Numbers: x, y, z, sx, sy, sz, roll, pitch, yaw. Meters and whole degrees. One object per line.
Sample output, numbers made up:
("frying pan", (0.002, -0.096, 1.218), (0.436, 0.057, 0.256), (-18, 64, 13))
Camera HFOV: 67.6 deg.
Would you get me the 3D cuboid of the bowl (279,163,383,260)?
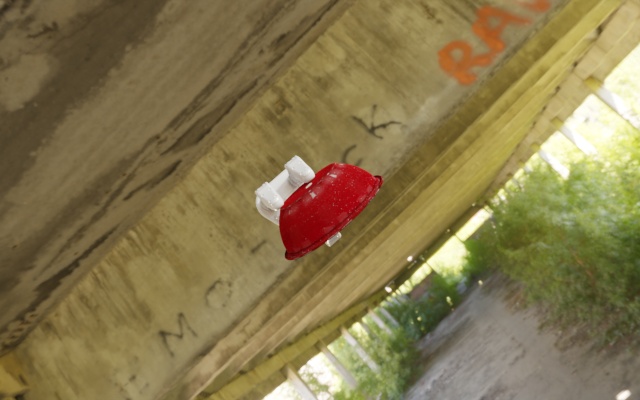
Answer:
("bowl", (0.000, 0.001, 0.608), (0.162, 0.055, 0.162), (-39, 10, 8))
